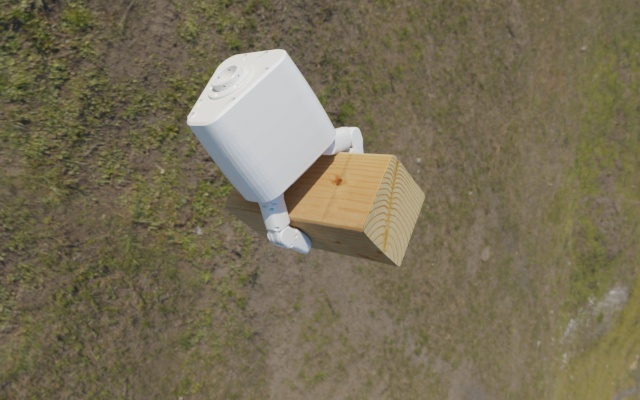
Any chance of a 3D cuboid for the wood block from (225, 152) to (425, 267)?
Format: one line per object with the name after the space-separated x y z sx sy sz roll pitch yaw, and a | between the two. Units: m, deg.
0.000 0.002 0.557 0.206 0.090 0.090 8 -24 40 | wood block
